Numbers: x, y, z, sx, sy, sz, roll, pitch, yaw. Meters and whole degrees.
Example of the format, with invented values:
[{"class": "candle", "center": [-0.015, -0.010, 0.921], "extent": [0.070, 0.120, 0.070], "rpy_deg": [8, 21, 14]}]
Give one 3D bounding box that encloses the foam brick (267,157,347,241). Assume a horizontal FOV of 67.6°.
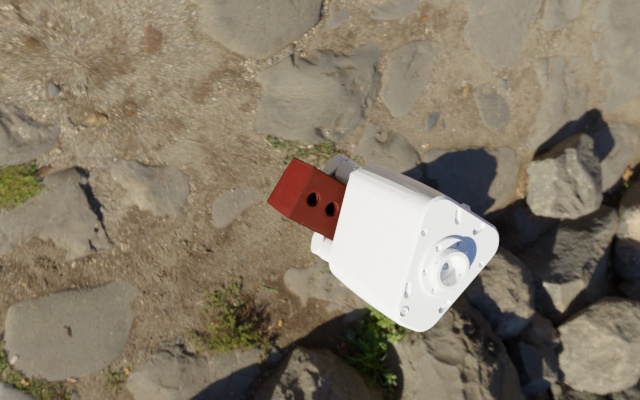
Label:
[{"class": "foam brick", "center": [0.000, 0.001, 0.459], "extent": [0.078, 0.053, 0.051], "rpy_deg": [28, 2, -31]}]
